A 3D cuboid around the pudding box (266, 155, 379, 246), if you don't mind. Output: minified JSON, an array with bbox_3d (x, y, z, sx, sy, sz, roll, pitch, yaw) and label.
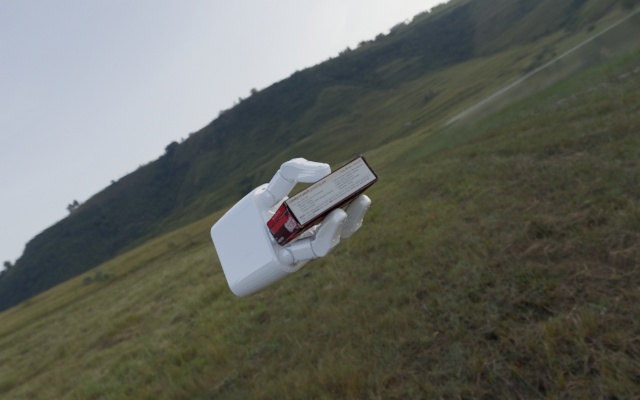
[{"bbox_3d":[0.000,0.002,0.541,0.113,0.039,0.090,-34,-4,-25],"label":"pudding box"}]
